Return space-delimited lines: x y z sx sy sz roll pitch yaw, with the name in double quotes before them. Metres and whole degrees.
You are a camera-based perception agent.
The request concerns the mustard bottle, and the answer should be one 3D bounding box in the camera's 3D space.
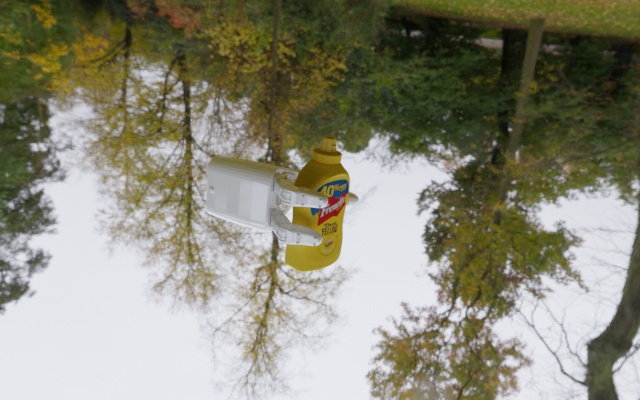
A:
"mustard bottle" 0.000 0.003 0.687 0.058 0.192 0.096 24 25 40
